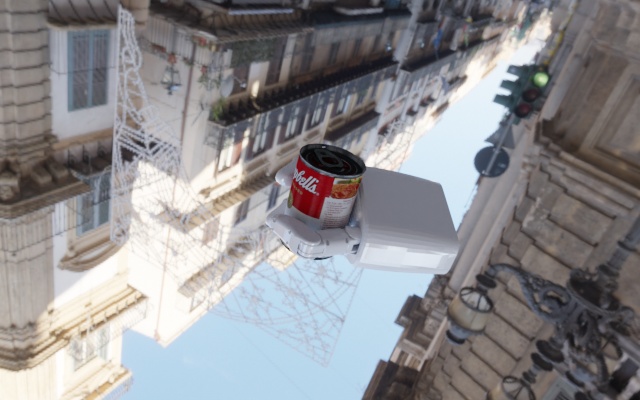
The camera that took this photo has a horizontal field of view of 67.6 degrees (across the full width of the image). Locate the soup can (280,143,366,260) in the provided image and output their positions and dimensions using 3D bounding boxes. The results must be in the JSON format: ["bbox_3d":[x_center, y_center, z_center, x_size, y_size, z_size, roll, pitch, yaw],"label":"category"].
[{"bbox_3d":[0.000,0.002,0.492,0.068,0.102,0.068,12,29,-7],"label":"soup can"}]
